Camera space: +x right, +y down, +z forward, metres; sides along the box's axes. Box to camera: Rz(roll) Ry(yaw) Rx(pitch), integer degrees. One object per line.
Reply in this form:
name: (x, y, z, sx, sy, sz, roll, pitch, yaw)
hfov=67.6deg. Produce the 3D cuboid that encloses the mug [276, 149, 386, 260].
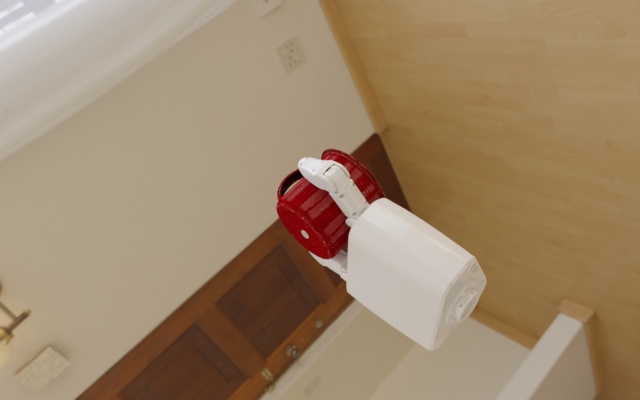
mug: (-0.001, 0.001, 0.507, 0.117, 0.081, 0.093, 32, -24, 34)
